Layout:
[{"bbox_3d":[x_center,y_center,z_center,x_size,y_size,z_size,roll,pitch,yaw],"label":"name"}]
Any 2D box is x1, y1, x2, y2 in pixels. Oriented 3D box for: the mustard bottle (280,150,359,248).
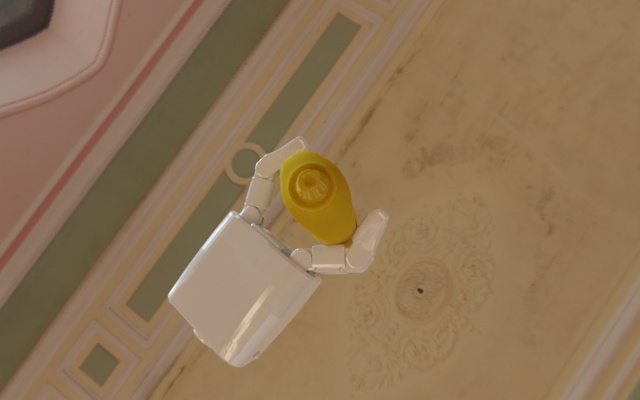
[{"bbox_3d":[0.000,0.001,0.468,0.058,0.096,0.192,-28,-12,1],"label":"mustard bottle"}]
